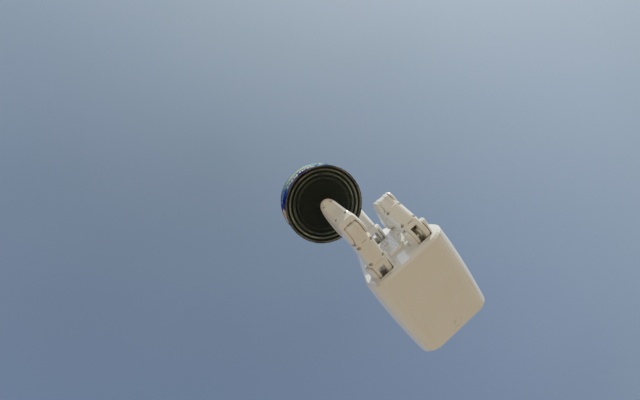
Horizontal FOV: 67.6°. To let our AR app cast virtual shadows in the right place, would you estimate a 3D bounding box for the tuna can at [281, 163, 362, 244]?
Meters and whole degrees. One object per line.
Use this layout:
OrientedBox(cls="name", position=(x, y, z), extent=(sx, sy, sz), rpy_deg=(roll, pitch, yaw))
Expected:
OrientedBox(cls="tuna can", position=(0.000, 0.002, 0.526), extent=(0.086, 0.086, 0.033), rpy_deg=(0, 10, -16))
